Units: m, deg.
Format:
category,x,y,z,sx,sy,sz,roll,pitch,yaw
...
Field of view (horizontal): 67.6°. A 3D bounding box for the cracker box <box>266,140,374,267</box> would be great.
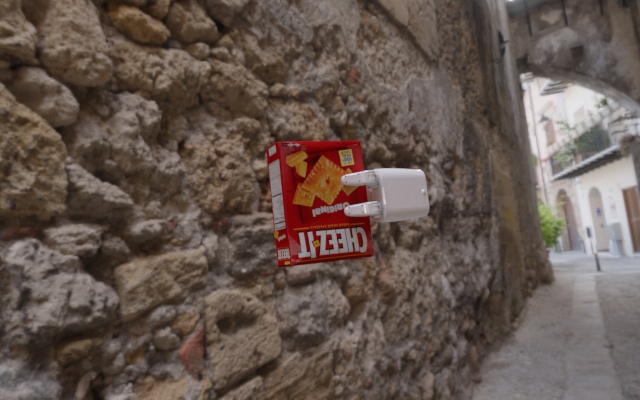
category,x,y,z,sx,sy,sz,roll,pitch,yaw
cracker box,0.000,0.003,0.847,0.164,0.213,0.072,-3,-7,-25
